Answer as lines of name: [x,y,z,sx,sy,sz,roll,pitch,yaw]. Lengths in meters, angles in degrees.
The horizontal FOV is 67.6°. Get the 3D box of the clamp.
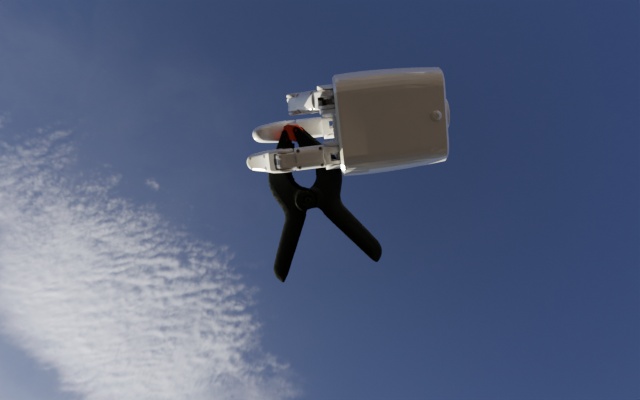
clamp: [0.000,0.001,0.514,0.120,0.171,0.039,-6,10,2]
